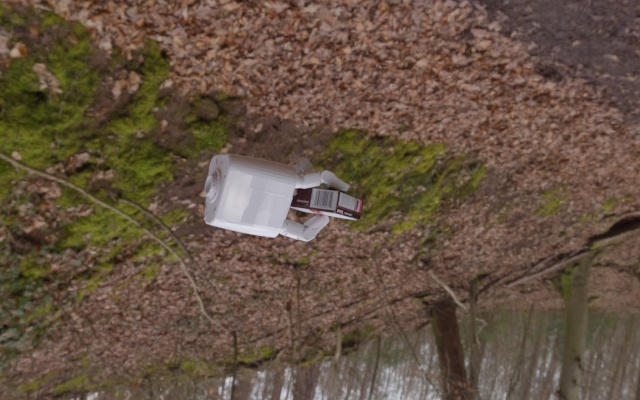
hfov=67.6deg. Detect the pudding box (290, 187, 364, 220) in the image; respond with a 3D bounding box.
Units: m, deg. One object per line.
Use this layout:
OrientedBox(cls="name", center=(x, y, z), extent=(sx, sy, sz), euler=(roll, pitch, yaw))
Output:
OrientedBox(cls="pudding box", center=(0.000, 0.003, 0.781), extent=(0.113, 0.039, 0.090), euler=(10, -4, 32))
